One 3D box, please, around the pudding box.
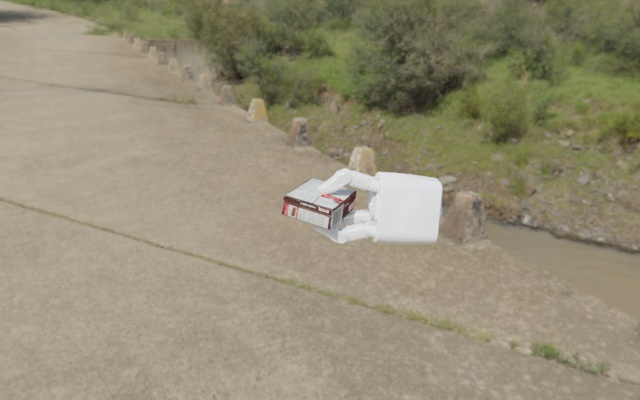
[{"bbox_3d":[0.000,0.002,0.803,0.090,0.039,0.113,16,22,20],"label":"pudding box"}]
